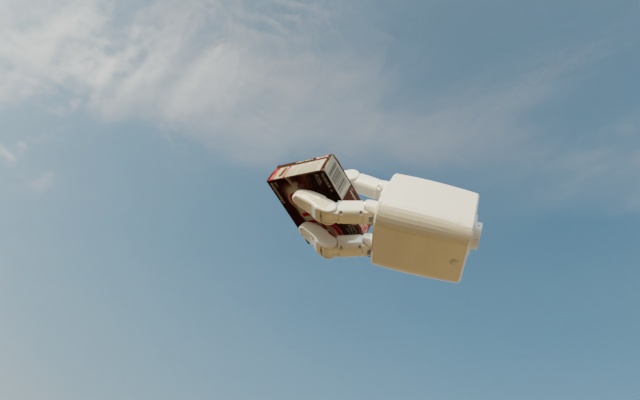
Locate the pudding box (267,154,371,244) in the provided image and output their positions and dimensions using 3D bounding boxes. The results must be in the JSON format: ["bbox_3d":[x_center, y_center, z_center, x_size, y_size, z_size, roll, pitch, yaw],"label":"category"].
[{"bbox_3d":[0.000,0.002,0.594,0.090,0.113,0.039,-9,33,36],"label":"pudding box"}]
